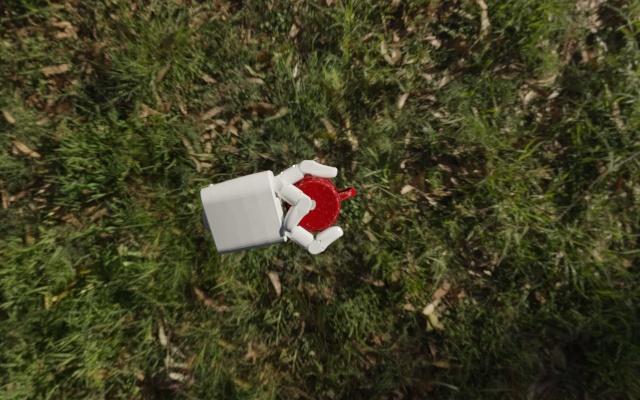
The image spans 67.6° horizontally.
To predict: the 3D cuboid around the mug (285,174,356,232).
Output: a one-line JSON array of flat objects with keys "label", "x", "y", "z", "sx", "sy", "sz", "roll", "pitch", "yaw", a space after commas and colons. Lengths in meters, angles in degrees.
[{"label": "mug", "x": 0.002, "y": 0.002, "z": 0.765, "sx": 0.117, "sy": 0.093, "sz": 0.081, "roll": -14, "pitch": 5, "yaw": -1}]
